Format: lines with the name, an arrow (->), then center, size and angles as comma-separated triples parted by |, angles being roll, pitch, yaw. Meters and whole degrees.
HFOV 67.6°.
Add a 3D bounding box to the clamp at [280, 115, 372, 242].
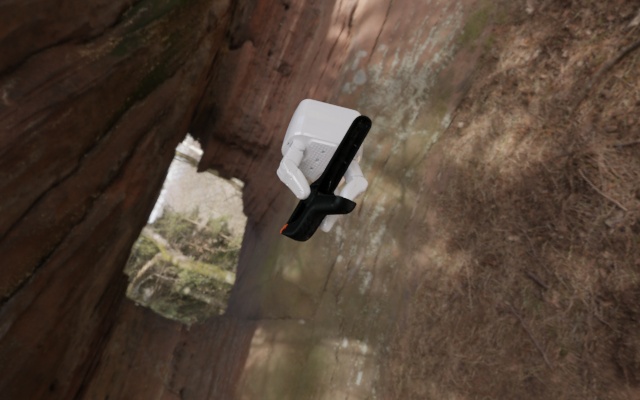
clamp -> -0.001, 0.002, 0.639 | 0.036, 0.164, 0.210 | 28, -50, -13
